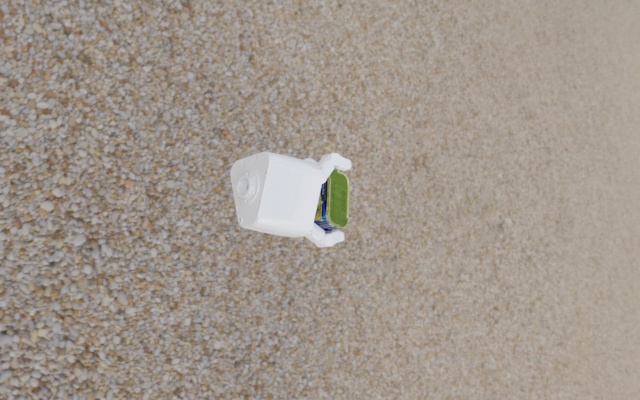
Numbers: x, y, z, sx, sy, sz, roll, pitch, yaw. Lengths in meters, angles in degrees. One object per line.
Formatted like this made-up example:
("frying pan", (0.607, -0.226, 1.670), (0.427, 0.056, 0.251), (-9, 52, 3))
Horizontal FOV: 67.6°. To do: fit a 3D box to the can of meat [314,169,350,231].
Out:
("can of meat", (0.000, 0.003, 0.794), (0.084, 0.102, 0.057), (-12, -20, 41))
